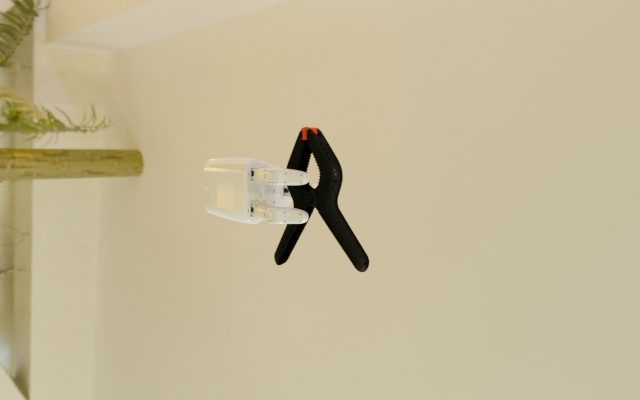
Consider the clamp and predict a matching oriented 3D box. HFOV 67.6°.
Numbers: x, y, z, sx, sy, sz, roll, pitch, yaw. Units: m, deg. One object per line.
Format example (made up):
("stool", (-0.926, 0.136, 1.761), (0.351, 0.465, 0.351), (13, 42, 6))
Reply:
("clamp", (0.000, 0.002, 0.677), (0.164, 0.210, 0.036), (7, 8, 36))
